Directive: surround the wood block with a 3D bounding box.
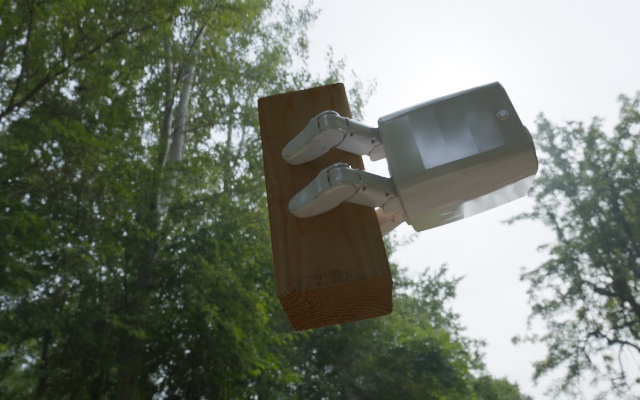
[{"bbox_3d":[0.000,0.001,0.443,0.090,0.206,0.091,-11,-33,2],"label":"wood block"}]
